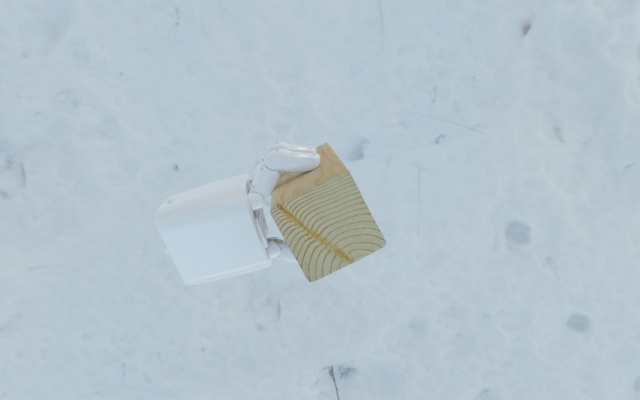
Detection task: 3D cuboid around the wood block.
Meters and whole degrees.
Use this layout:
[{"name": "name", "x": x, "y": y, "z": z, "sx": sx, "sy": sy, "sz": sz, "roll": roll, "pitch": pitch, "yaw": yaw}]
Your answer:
[{"name": "wood block", "x": 0.000, "y": 0.002, "z": 0.568, "sx": 0.090, "sy": 0.091, "sz": 0.206, "roll": -27, "pitch": 15, "yaw": 2}]
